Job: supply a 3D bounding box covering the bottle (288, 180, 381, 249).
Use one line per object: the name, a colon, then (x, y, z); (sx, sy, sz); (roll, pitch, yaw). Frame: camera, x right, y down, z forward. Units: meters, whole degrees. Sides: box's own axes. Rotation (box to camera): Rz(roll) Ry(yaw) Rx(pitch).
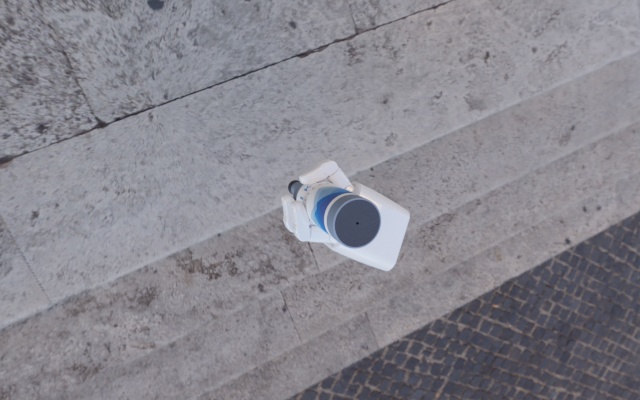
bottle: (0.000, 0.002, 0.737); (0.069, 0.069, 0.295); (0, 10, -19)
